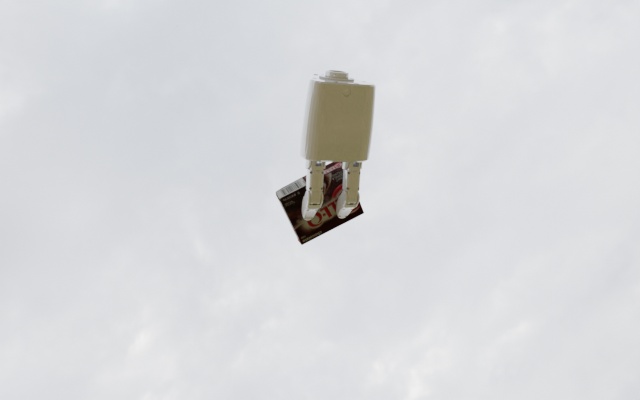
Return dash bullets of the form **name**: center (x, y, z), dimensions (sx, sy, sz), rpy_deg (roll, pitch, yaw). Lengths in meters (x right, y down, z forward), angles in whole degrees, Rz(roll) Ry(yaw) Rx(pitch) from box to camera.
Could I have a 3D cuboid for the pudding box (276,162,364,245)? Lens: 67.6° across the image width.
- **pudding box**: center (0.000, 0.002, 0.727), dimensions (0.113, 0.090, 0.039), rpy_deg (-26, 28, -4)
